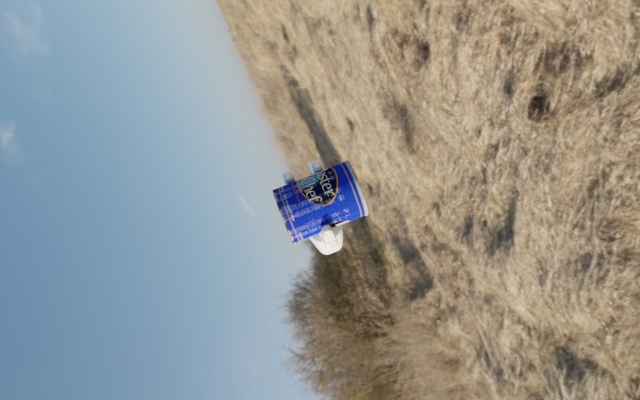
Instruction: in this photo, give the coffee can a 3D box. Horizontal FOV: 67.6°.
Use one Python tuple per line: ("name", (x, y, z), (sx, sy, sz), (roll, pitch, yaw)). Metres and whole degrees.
("coffee can", (0.000, 0.003, 0.833), (0.140, 0.103, 0.103), (-21, 1, -2))
